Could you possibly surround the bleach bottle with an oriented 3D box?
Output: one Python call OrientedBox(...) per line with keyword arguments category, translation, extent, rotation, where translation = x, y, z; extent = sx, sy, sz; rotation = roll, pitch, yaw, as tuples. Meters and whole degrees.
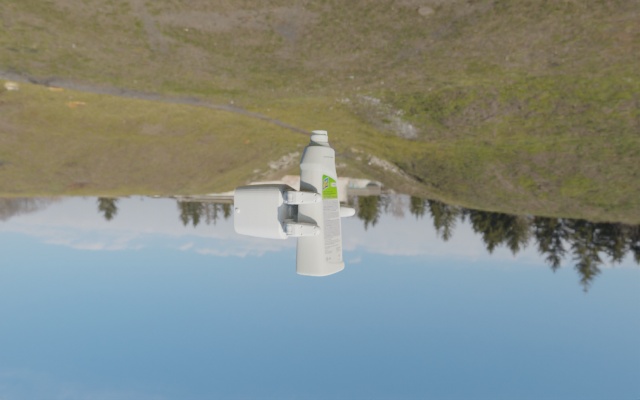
OrientedBox(category="bleach bottle", translation=(0.000, 0.003, 0.855), extent=(0.068, 0.251, 0.102), rotation=(2, 2, 27))
